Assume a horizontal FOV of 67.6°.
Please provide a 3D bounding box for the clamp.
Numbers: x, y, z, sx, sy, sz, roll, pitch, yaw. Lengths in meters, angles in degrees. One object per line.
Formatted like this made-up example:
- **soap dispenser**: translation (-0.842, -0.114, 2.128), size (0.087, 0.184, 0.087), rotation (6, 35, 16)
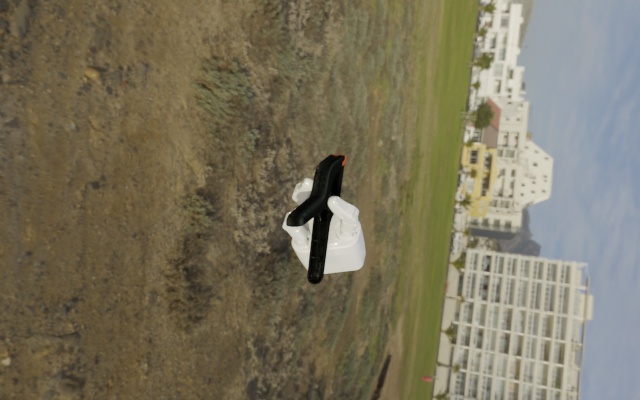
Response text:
- **clamp**: translation (0.001, 0.002, 0.730), size (0.036, 0.210, 0.165), rotation (7, -30, 17)
